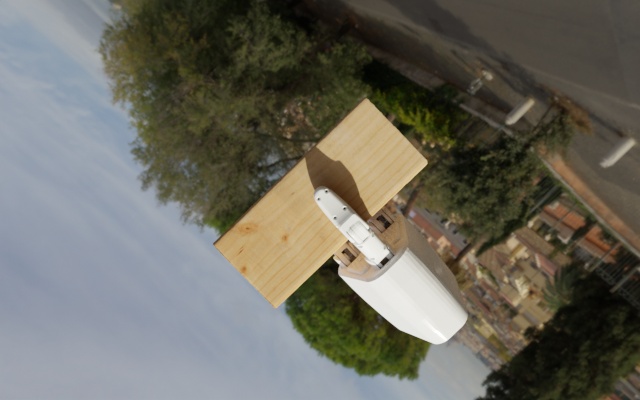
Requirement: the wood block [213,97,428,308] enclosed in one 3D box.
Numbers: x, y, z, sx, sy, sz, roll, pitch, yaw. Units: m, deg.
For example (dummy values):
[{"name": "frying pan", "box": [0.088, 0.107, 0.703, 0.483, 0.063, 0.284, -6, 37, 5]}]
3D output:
[{"name": "wood block", "box": [0.000, 0.002, 0.502, 0.206, 0.090, 0.091, -44, 1, 1]}]
